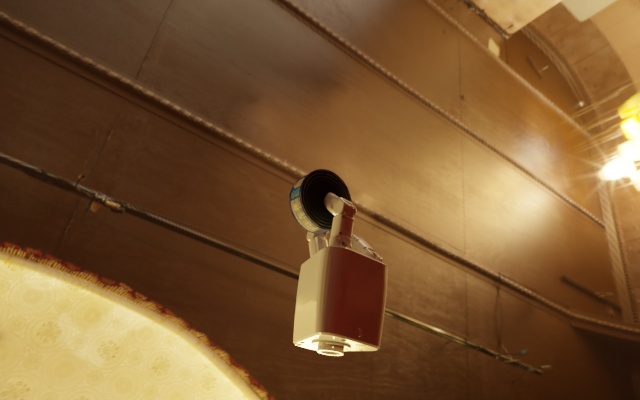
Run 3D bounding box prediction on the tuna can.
[{"bbox_3d":[0.000,0.002,0.661,0.086,0.086,0.034,0,-15,-37],"label":"tuna can"}]
